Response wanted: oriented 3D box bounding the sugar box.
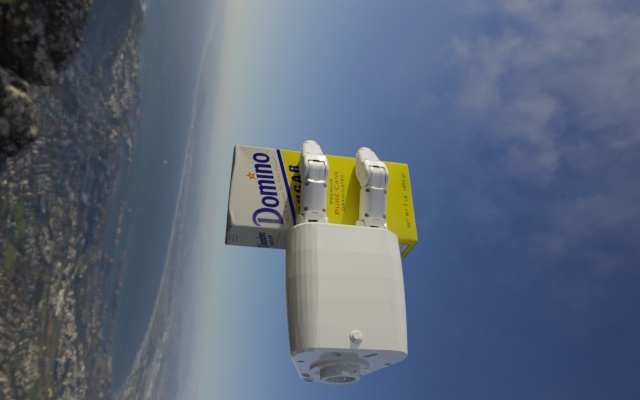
[{"bbox_3d":[0.000,0.001,0.464,0.176,0.093,0.048,6,-33,-13],"label":"sugar box"}]
